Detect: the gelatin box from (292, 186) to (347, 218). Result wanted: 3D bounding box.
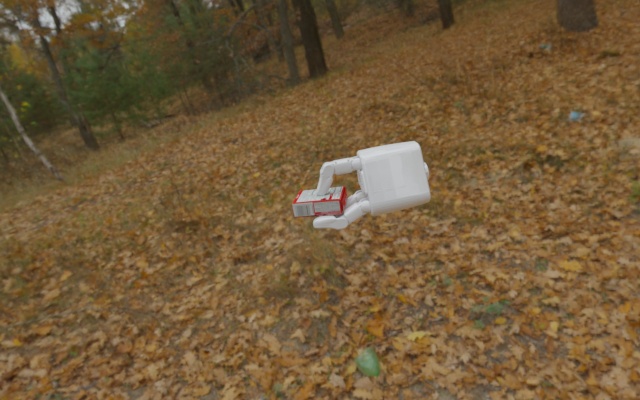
[{"bbox_3d":[0.000,0.002,0.853,0.089,0.030,0.073,-5,18,10],"label":"gelatin box"}]
